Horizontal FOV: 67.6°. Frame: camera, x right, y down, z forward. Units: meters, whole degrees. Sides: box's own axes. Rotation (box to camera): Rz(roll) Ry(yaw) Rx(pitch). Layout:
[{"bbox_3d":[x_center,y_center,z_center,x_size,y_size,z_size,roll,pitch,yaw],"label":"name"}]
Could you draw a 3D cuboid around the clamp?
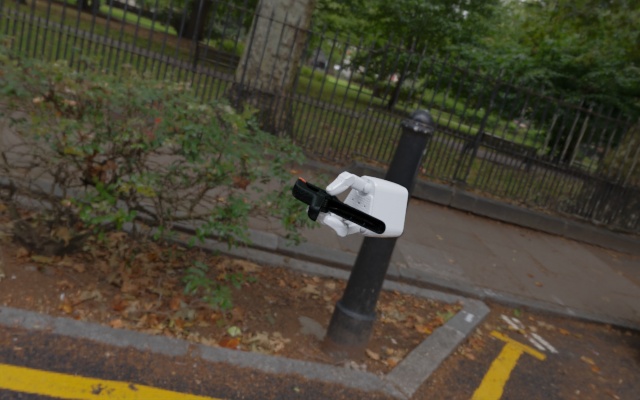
[{"bbox_3d":[0.000,0.002,0.878,0.164,0.036,0.210,12,14,-42],"label":"clamp"}]
